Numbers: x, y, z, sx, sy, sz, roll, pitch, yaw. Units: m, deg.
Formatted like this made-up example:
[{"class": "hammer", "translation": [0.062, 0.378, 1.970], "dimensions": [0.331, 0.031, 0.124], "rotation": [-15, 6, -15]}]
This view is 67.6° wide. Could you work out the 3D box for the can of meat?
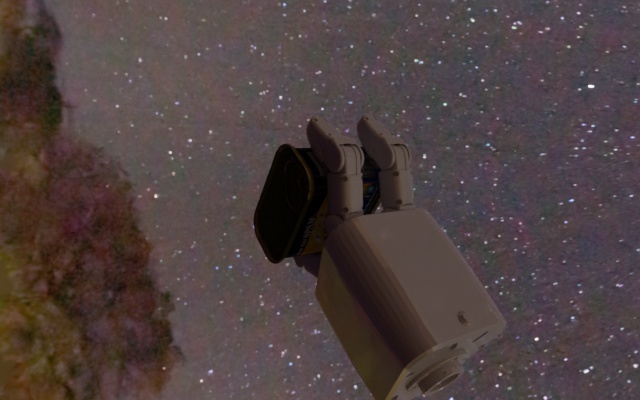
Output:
[{"class": "can of meat", "translation": [0.000, 0.001, 0.409], "dimensions": [0.084, 0.102, 0.057], "rotation": [-5, 46, -34]}]
